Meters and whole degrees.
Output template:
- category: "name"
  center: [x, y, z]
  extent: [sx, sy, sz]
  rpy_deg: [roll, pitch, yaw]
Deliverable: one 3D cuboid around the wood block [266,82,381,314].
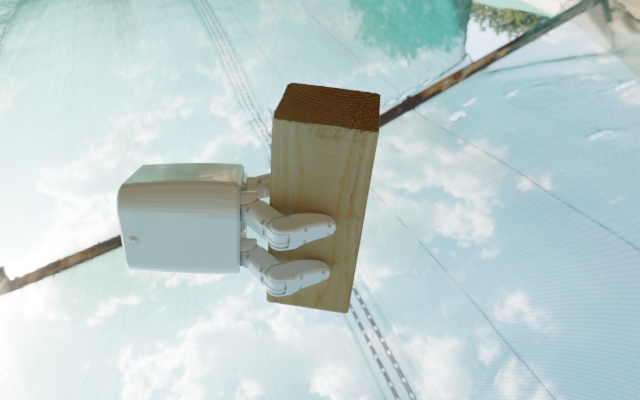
- category: "wood block"
  center: [0.000, 0.001, 0.472]
  extent: [0.090, 0.206, 0.090]
  rpy_deg: [8, 34, 2]
